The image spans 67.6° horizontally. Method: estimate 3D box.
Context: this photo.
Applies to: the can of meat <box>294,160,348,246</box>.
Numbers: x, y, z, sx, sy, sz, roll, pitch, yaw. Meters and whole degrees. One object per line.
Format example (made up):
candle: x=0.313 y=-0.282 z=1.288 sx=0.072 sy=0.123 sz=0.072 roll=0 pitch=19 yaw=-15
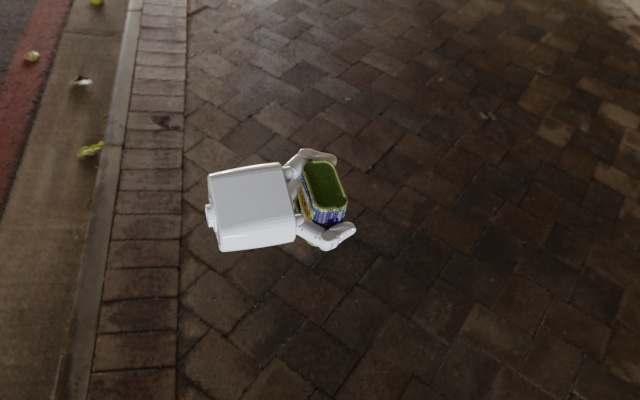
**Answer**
can of meat: x=0.000 y=0.002 z=0.714 sx=0.057 sy=0.102 sz=0.084 roll=-7 pitch=-39 yaw=-16
